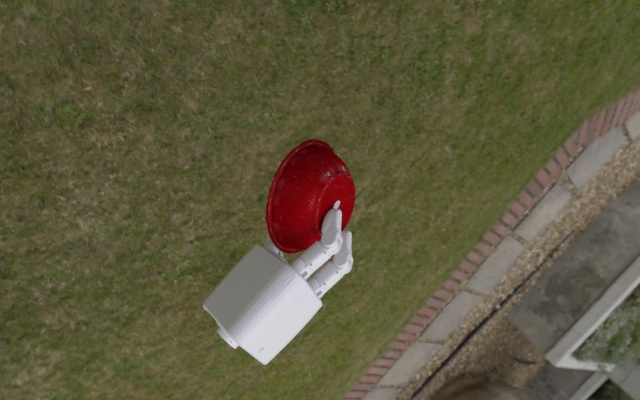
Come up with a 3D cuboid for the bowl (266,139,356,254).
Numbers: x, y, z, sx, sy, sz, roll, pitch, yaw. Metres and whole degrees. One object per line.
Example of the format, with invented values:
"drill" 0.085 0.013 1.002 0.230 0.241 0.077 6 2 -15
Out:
"bowl" 0.001 0.001 0.641 0.055 0.162 0.162 17 9 32
